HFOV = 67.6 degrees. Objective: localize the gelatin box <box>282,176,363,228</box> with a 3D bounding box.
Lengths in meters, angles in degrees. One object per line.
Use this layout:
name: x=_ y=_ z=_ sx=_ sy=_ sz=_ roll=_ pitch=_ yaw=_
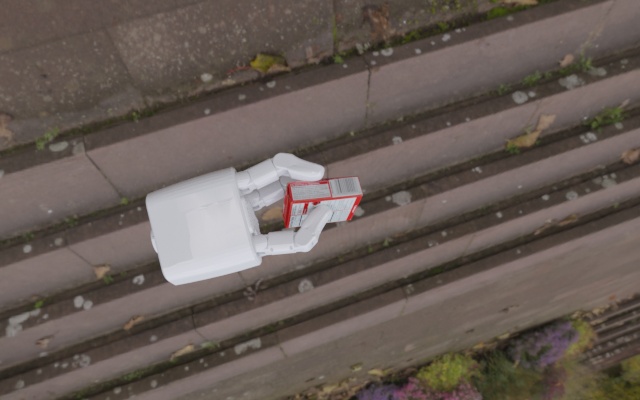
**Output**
gelatin box: x=0.001 y=0.002 z=0.584 sx=0.089 sy=0.030 sz=0.073 roll=-6 pitch=-25 yaw=-11
